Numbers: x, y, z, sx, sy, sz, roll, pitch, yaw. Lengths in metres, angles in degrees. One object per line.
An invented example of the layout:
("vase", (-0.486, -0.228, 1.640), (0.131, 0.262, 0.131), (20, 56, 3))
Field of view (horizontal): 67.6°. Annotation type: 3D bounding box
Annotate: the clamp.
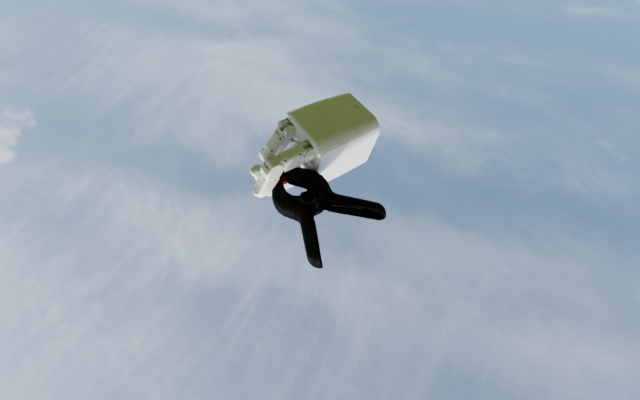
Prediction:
("clamp", (0.000, 0.002, 0.632), (0.120, 0.039, 0.171), (-25, 54, -20))
